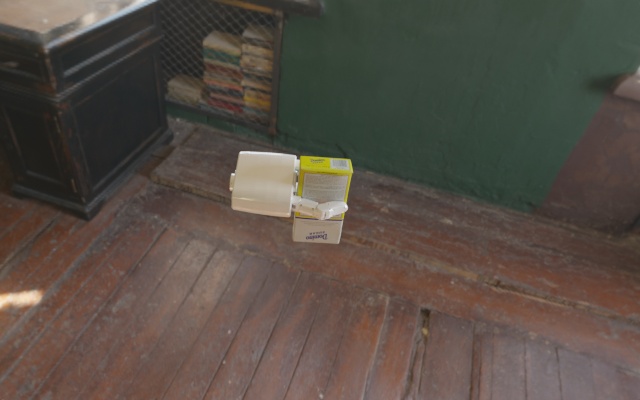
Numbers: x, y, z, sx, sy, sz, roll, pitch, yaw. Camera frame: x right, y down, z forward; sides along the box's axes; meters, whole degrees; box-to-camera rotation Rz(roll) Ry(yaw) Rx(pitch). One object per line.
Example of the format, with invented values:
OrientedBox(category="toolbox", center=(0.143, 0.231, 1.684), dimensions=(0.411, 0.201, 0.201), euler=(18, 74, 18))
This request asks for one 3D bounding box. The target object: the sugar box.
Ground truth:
OrientedBox(category="sugar box", center=(0.000, 0.002, 0.886), dimensions=(0.093, 0.176, 0.048), euler=(4, 42, -6))
